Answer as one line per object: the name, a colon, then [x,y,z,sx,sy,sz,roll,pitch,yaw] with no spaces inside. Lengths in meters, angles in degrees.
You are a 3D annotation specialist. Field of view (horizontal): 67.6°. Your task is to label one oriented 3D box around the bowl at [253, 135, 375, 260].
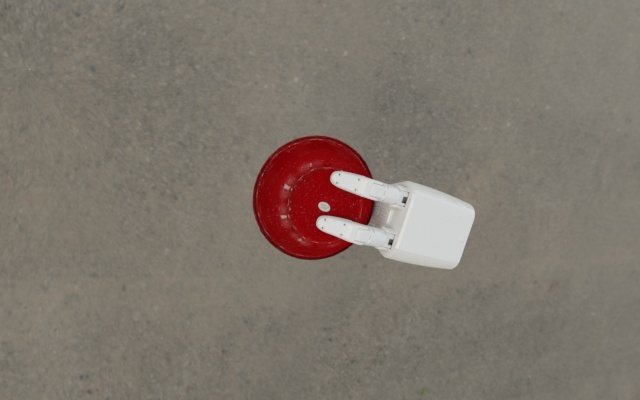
bowl: [-0.001,0.002,0.586,0.162,0.162,0.055,0,9,-14]
